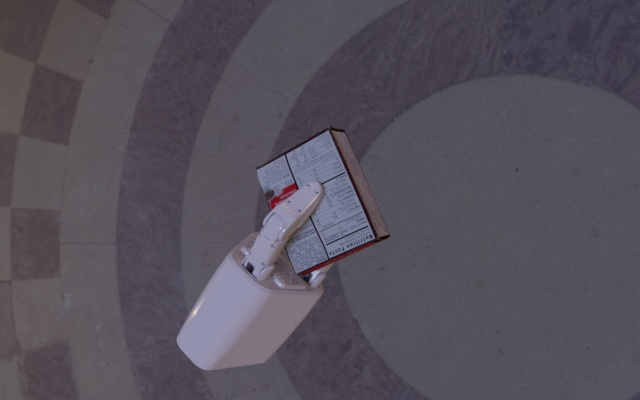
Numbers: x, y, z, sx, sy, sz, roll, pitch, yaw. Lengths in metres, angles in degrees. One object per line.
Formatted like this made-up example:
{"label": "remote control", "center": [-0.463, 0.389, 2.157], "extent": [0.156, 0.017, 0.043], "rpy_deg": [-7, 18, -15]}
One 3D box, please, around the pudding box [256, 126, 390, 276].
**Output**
{"label": "pudding box", "center": [0.000, 0.001, 0.442], "extent": [0.090, 0.113, 0.039], "rpy_deg": [-26, -8, 22]}
